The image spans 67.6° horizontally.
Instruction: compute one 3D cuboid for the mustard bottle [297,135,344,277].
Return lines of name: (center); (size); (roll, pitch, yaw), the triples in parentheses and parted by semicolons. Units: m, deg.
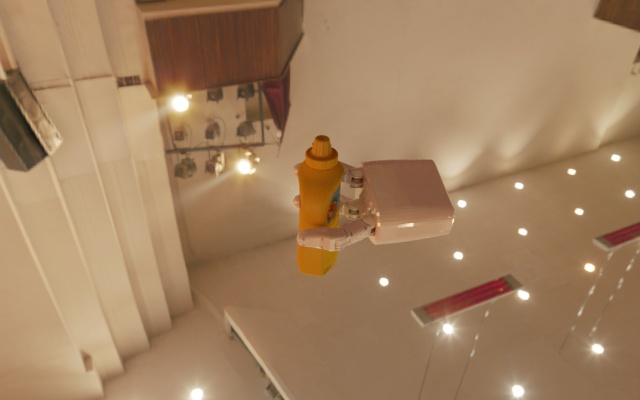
mustard bottle: (0.000, 0.002, 0.632); (0.058, 0.192, 0.096); (10, 37, 10)
